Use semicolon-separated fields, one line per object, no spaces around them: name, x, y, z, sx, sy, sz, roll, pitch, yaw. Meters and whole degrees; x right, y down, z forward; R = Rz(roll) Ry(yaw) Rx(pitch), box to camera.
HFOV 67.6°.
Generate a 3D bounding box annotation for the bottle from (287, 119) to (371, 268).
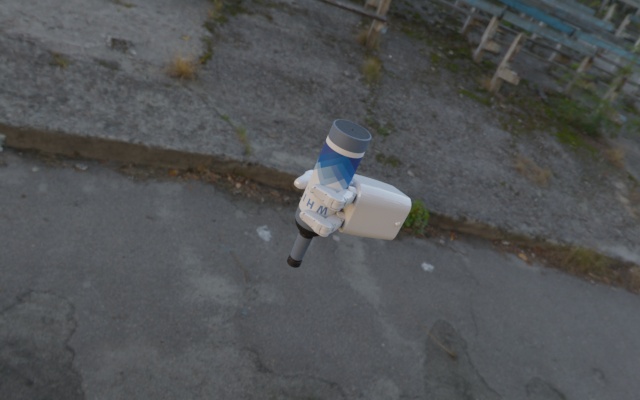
bottle;0.000;0.003;0.842;0.069;0.296;0.069;18;30;-11
